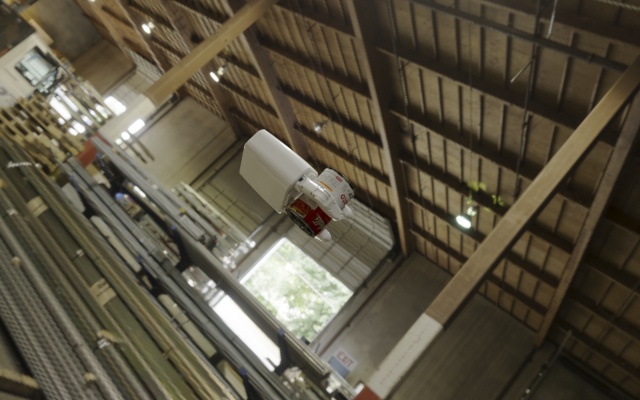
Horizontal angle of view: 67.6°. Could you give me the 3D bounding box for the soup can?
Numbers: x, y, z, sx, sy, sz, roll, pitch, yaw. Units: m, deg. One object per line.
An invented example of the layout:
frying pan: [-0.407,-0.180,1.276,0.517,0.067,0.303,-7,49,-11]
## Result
soup can: [0.001,0.003,0.795,0.102,0.068,0.068,-46,13,-13]
